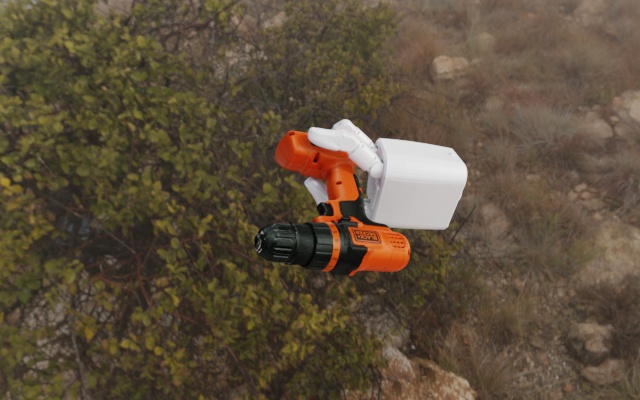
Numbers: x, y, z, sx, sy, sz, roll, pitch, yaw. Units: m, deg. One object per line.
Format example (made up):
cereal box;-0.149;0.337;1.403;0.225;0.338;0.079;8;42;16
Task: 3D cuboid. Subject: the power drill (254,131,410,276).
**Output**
power drill;0.000;0.001;0.560;0.184;0.187;0.057;9;-45;-29
